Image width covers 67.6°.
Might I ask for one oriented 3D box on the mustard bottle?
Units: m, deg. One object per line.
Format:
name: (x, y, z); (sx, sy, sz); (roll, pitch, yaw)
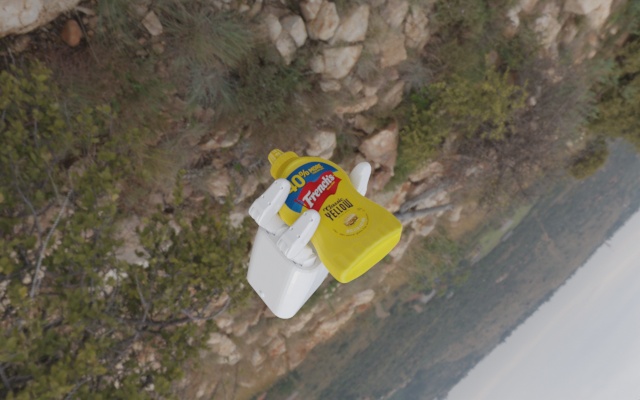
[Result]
mustard bottle: (0.000, 0.002, 0.574); (0.096, 0.191, 0.058); (-36, -27, -18)
